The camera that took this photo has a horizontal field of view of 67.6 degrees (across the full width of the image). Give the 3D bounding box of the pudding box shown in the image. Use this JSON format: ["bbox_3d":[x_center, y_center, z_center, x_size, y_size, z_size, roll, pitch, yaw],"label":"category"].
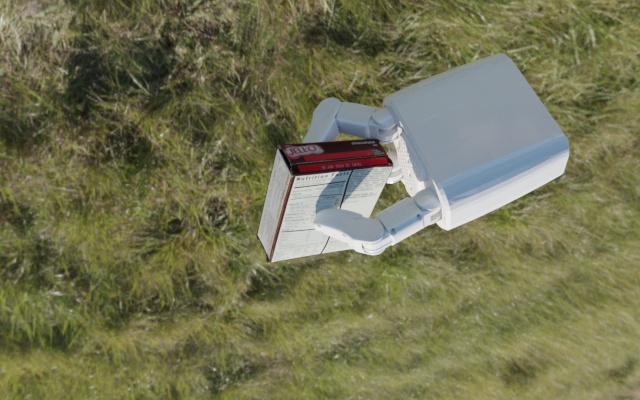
[{"bbox_3d":[0.000,0.001,0.404,0.090,0.039,0.114,-6,-42,-25],"label":"pudding box"}]
